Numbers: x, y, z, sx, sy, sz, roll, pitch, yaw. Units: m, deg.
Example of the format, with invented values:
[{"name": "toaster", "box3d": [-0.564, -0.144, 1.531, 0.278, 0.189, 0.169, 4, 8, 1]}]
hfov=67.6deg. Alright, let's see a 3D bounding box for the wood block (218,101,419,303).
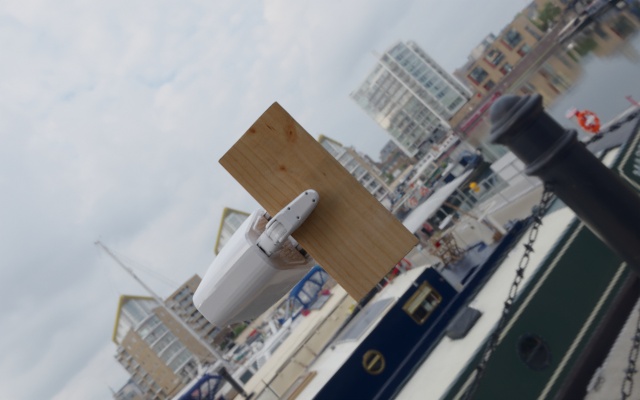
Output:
[{"name": "wood block", "box3d": [0.000, 0.002, 0.526, 0.206, 0.090, 0.091, 45, 2, 5]}]
